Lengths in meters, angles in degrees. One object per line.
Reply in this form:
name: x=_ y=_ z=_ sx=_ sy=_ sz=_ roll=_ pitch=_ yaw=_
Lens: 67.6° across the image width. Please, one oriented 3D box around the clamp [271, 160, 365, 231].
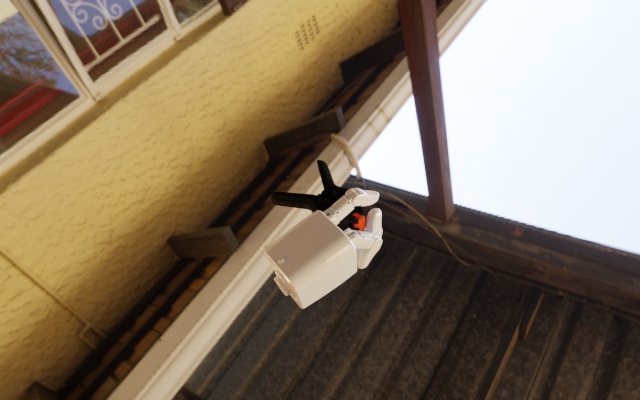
clamp: x=0.000 y=0.003 z=0.784 sx=0.120 sy=0.039 sz=0.171 roll=-35 pitch=46 yaw=-13
